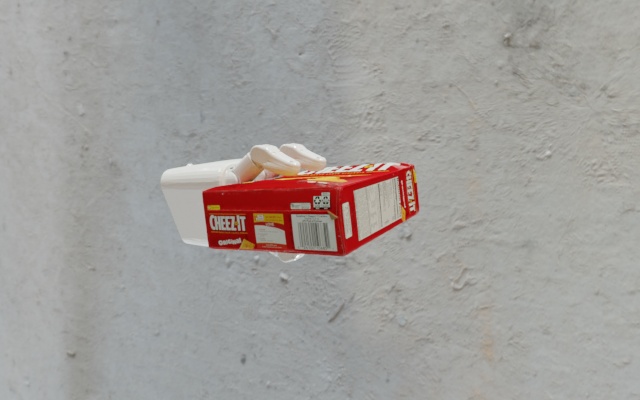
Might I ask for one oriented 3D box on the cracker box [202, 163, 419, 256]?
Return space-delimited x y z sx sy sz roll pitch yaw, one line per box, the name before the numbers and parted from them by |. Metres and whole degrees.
cracker box | 0.000 0.002 0.547 0.164 0.072 0.213 -1 9 30
